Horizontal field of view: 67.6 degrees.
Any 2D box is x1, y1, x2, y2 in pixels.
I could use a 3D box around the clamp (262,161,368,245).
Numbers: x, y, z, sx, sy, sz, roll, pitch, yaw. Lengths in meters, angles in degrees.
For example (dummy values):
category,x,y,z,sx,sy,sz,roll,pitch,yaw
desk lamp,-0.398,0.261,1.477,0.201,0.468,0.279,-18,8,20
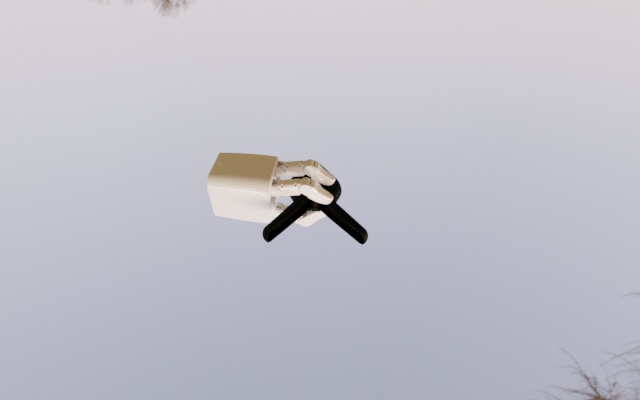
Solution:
category,x,y,z,sx,sy,sz,roll,pitch,yaw
clamp,0.000,0.003,0.813,0.164,0.036,0.209,7,39,2
